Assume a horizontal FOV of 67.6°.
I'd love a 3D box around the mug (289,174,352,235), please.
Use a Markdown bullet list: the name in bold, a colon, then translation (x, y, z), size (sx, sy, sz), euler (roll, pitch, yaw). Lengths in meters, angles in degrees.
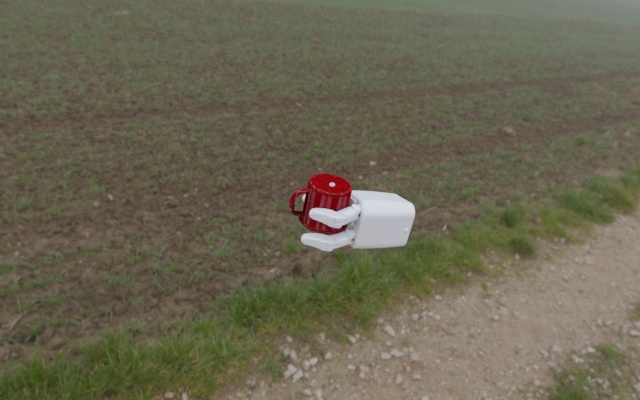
- **mug**: translation (-0.001, 0.003, 0.872), size (0.117, 0.081, 0.093), euler (2, 31, -17)
